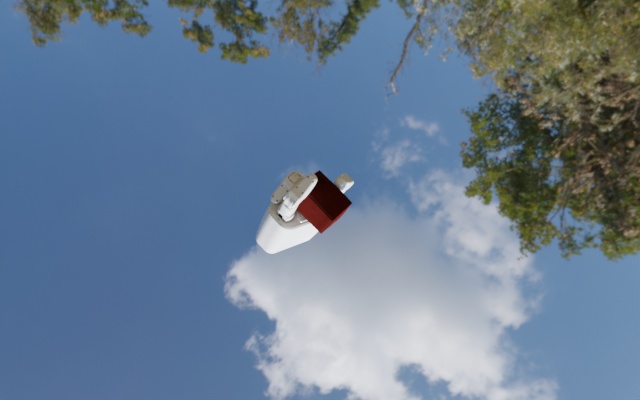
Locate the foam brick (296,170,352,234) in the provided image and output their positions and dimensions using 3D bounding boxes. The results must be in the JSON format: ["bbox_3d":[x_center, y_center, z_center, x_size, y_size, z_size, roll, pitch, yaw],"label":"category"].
[{"bbox_3d":[0.000,0.003,0.758,0.053,0.078,0.051,-38,-10,-36],"label":"foam brick"}]
